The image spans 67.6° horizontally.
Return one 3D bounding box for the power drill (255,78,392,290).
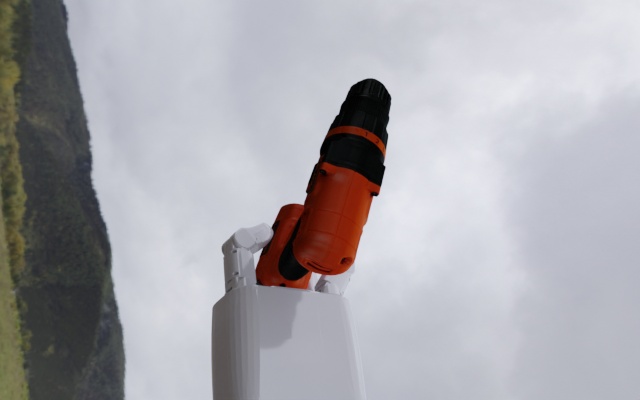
[{"bbox_3d":[0.000,0.002,0.434,0.057,0.184,0.188,24,-32,-6],"label":"power drill"}]
